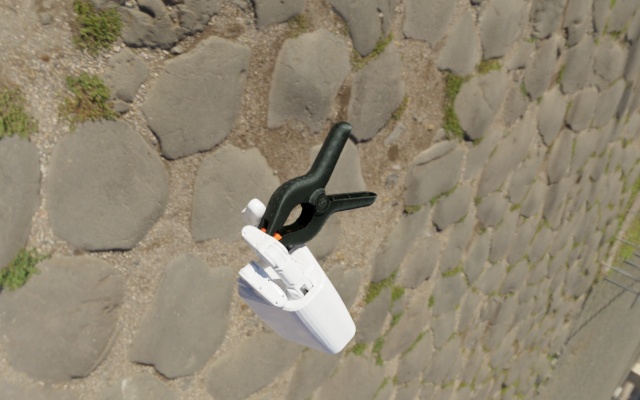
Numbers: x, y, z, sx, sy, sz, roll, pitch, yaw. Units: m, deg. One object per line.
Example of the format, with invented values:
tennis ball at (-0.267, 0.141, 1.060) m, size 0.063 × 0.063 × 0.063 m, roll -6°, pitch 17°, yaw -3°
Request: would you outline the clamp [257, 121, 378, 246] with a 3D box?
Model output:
clamp at (0.000, 0.002, 0.569) m, size 0.171 × 0.120 × 0.039 m, roll -46°, pitch 31°, yaw -16°
